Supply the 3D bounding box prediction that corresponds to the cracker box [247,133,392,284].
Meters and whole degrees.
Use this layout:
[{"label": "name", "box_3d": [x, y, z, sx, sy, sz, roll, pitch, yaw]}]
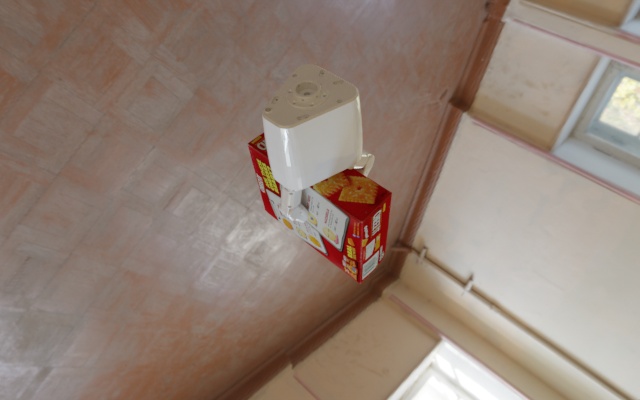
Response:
[{"label": "cracker box", "box_3d": [0.000, 0.003, 0.706, 0.213, 0.164, 0.072, 36, 62, 27]}]
